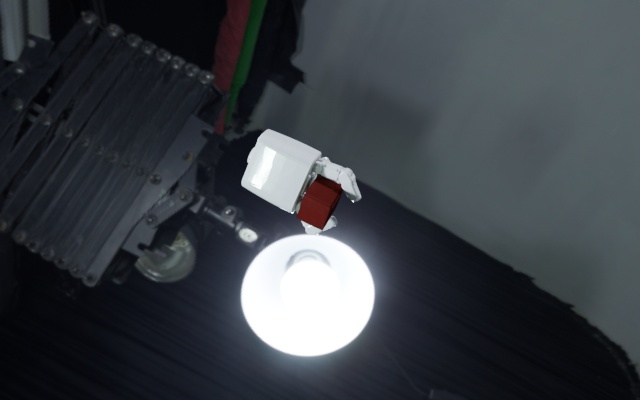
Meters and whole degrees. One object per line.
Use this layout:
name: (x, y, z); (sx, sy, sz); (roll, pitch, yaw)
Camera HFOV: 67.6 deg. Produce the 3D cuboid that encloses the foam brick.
foam brick: (0.000, 0.003, 0.809); (0.051, 0.053, 0.078); (25, 34, 5)
